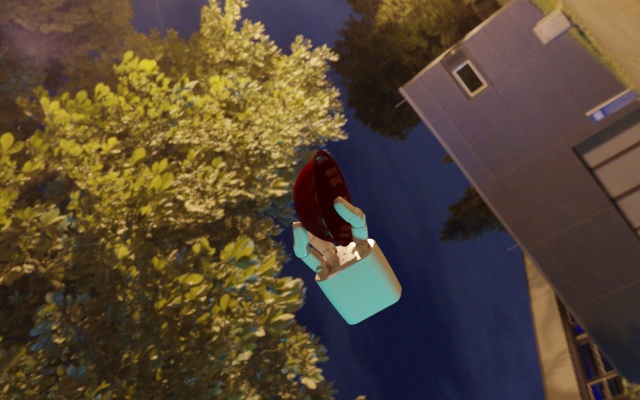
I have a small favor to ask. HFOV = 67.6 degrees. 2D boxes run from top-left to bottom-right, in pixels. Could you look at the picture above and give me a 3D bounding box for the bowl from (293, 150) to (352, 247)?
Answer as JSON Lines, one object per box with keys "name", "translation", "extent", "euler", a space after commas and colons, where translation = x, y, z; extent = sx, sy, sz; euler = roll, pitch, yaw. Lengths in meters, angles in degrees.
{"name": "bowl", "translation": [-0.001, 0.001, 0.783], "extent": [0.055, 0.162, 0.162], "euler": [-15, -5, 21]}
